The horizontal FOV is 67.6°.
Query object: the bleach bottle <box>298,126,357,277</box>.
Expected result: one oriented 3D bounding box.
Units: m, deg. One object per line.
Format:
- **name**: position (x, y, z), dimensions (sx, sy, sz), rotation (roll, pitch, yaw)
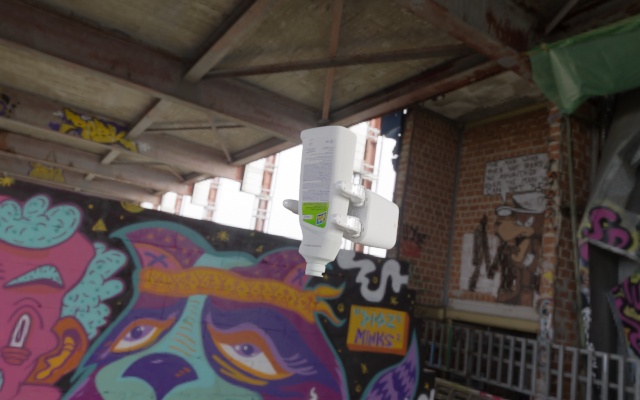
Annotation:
- **bleach bottle**: position (0.000, 0.003, 0.817), dimensions (0.102, 0.250, 0.068), rotation (-1, -14, 40)
